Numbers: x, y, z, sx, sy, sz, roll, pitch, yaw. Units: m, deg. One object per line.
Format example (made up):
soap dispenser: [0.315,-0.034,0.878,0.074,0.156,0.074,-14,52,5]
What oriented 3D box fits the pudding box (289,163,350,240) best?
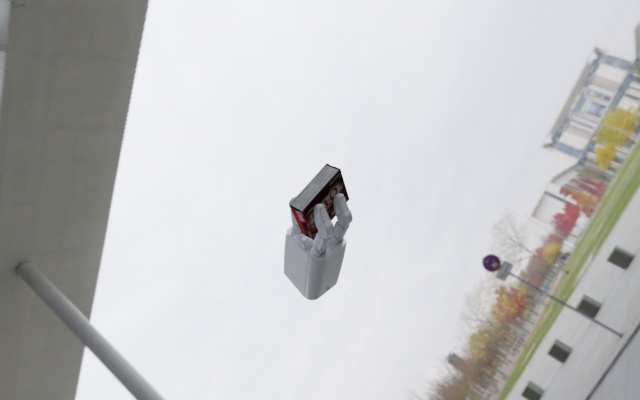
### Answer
pudding box: [0.000,0.003,0.869,0.039,0.113,0.090,25,-26,30]
